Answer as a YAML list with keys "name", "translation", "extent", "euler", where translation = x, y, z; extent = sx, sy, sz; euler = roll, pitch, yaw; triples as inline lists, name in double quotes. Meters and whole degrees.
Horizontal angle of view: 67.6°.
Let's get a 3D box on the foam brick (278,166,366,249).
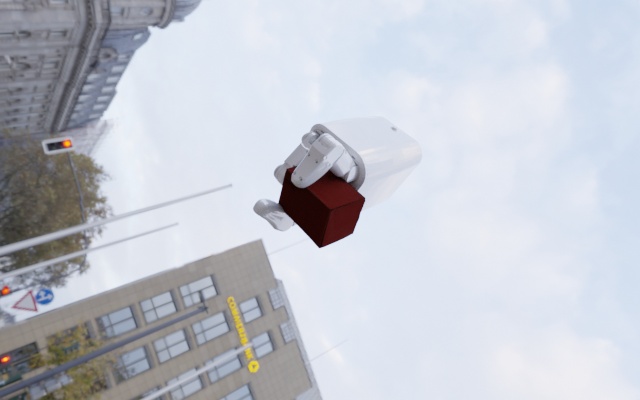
- name: "foam brick"
  translation: [0.000, 0.002, 0.508]
  extent: [0.051, 0.053, 0.078]
  euler: [-17, 47, -38]
